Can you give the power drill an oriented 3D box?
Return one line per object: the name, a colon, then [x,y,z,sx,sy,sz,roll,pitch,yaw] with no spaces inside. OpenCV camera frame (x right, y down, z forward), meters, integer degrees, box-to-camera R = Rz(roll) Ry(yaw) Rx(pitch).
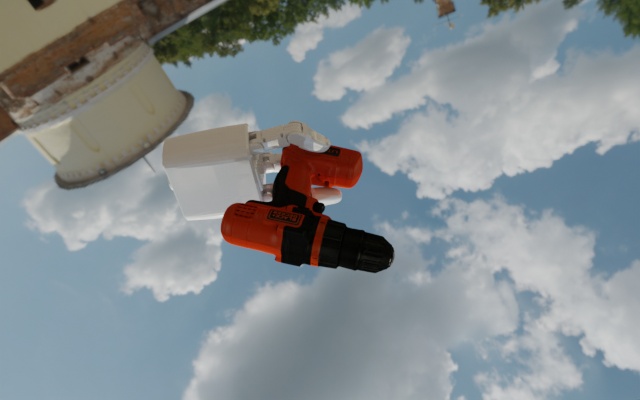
power drill: [0.000,0.002,0.555,0.184,0.057,0.187,13,35,5]
